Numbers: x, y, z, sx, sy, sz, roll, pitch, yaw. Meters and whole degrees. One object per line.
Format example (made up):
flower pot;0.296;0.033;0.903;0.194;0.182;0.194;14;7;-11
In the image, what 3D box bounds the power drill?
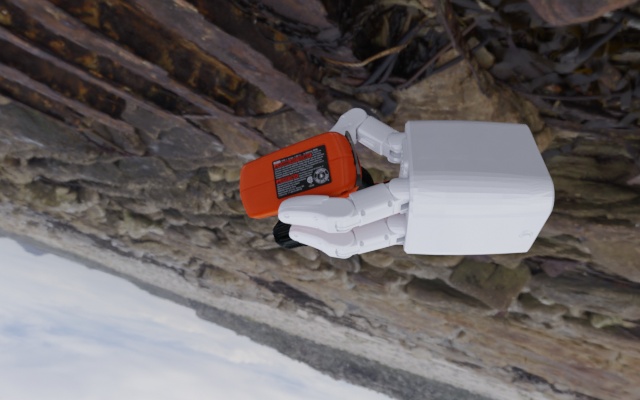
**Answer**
power drill;0.000;0.001;0.482;0.184;0.057;0.188;-19;-18;19
